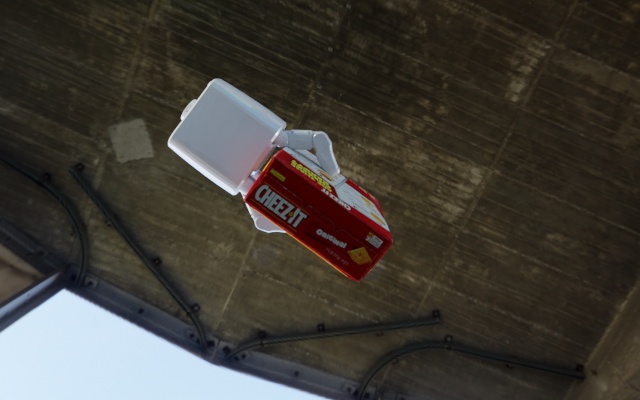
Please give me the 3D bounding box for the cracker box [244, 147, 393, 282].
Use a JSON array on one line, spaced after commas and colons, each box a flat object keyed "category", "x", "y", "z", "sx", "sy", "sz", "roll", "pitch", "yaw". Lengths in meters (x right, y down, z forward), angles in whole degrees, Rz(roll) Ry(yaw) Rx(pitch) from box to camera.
[{"category": "cracker box", "x": 0.000, "y": 0.002, "z": 0.625, "sx": 0.164, "sy": 0.072, "sz": 0.213, "roll": 35, "pitch": 12, "yaw": -5}]
